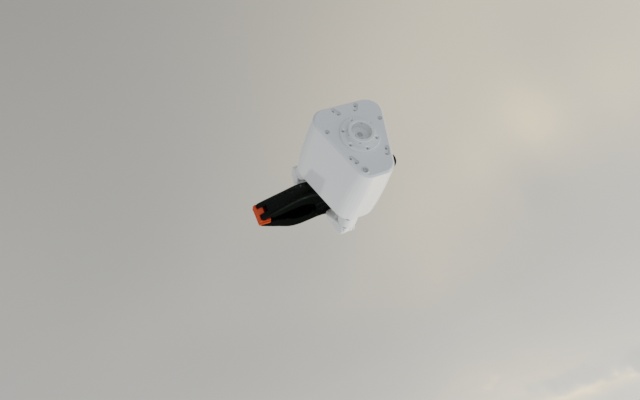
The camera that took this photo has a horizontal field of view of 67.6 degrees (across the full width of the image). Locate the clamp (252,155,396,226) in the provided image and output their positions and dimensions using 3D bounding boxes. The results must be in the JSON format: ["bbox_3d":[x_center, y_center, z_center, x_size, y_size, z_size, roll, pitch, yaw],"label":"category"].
[{"bbox_3d":[0.000,0.003,0.715,0.210,0.036,0.165,-18,-24,-20],"label":"clamp"}]
